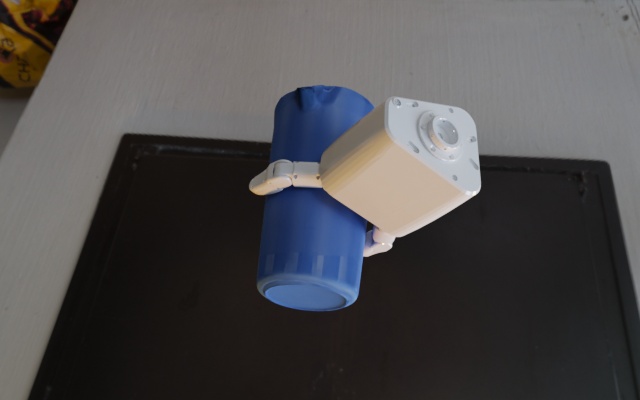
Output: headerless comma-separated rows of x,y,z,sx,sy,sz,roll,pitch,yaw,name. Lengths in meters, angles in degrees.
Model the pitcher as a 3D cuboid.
0.000,0.002,0.562,0.149,0.242,0.145,20,-31,-24,pitcher
